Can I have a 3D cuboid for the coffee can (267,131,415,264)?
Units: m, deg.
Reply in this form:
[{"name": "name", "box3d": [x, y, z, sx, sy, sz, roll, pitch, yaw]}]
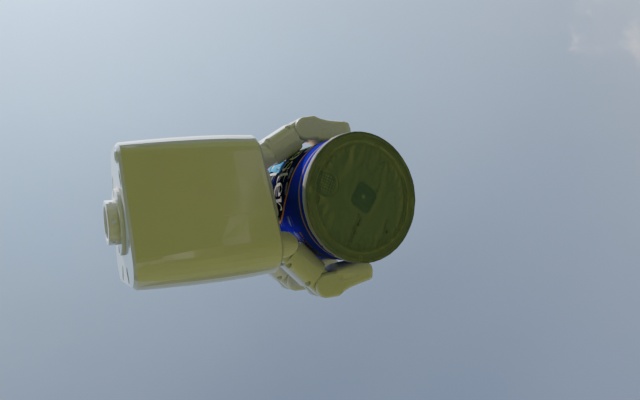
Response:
[{"name": "coffee can", "box3d": [0.000, 0.001, 0.429, 0.103, 0.103, 0.140, 0, -4, -29]}]
